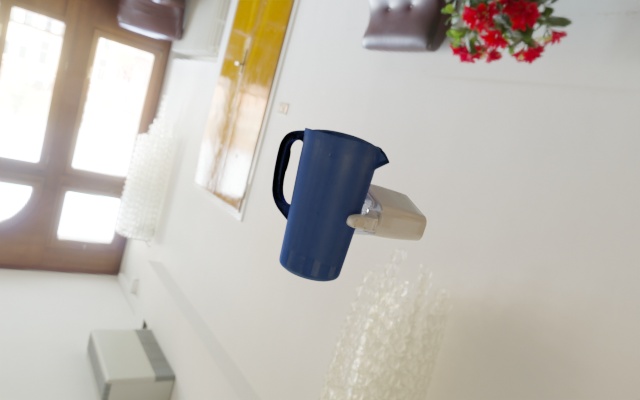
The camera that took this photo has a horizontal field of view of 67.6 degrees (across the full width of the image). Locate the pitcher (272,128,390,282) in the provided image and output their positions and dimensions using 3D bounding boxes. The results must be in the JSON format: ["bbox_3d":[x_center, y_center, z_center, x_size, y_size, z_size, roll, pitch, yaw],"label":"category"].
[{"bbox_3d":[0.000,0.003,0.804,0.145,0.243,0.149,11,9,-29],"label":"pitcher"}]
